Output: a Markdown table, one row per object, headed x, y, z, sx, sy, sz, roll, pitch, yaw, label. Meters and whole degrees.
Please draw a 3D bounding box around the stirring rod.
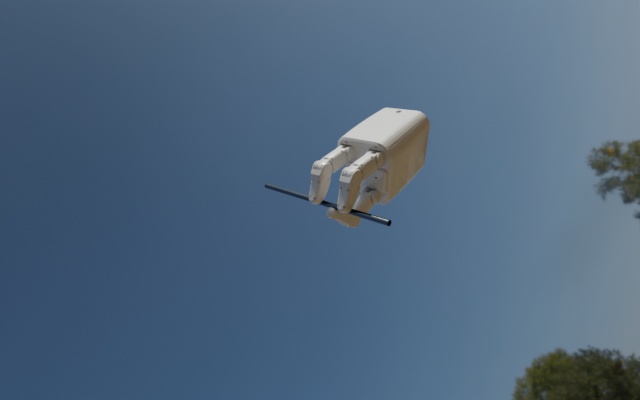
| x | y | z | sx | sy | sz | roll | pitch | yaw | label |
| --- | --- | --- | --- | --- | --- | --- | --- | --- | --- |
| 0.000 | 0.002 | 0.669 | 0.239 | 0.011 | 0.011 | 17 | 12 | 43 | stirring rod |
